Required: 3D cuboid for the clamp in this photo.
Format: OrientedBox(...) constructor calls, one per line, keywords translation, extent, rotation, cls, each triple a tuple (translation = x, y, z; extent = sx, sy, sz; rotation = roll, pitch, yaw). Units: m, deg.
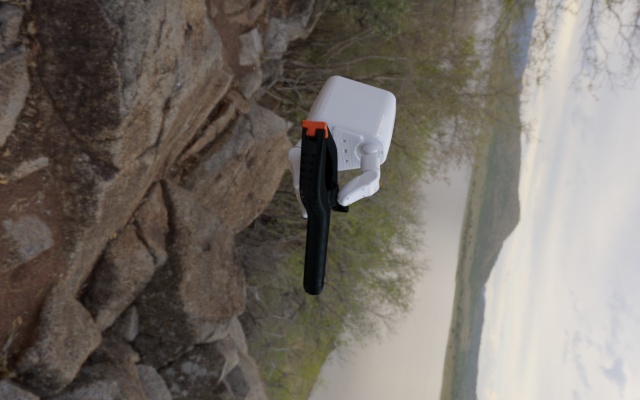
OrientedBox(translation=(0.001, 0.001, 0.575), extent=(0.036, 0.164, 0.210), rotation=(6, -40, 14), cls="clamp")
